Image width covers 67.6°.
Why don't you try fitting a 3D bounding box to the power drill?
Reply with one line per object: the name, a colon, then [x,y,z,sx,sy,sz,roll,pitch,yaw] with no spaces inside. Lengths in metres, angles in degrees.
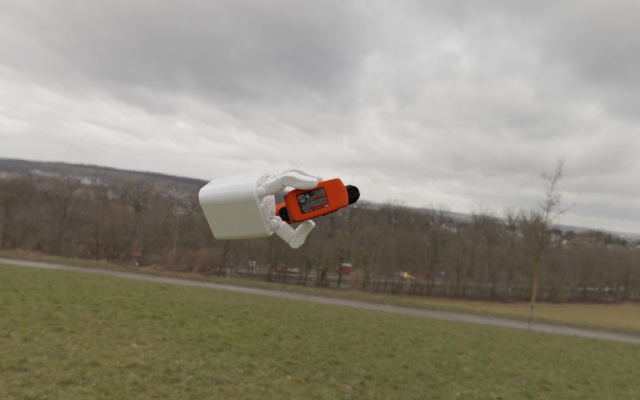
power drill: [0.000,0.003,0.894,0.184,0.057,0.187,-19,-4,-8]
